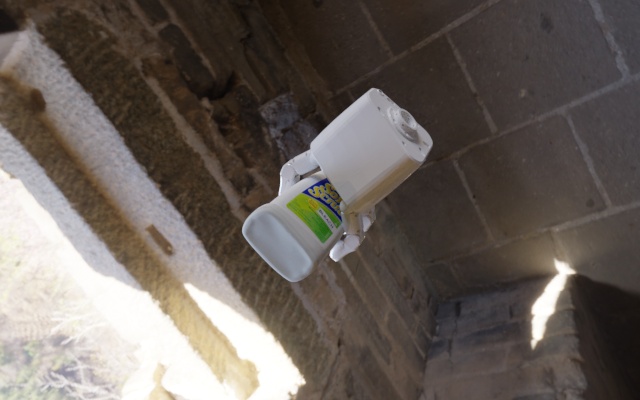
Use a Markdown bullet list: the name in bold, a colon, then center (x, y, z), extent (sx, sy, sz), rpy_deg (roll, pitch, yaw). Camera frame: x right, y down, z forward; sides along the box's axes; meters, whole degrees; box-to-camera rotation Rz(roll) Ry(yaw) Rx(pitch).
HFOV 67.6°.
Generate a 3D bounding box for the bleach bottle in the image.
- **bleach bottle**: center (0.000, 0.002, 0.654), extent (0.068, 0.102, 0.250), rpy_deg (-40, 5, 34)
